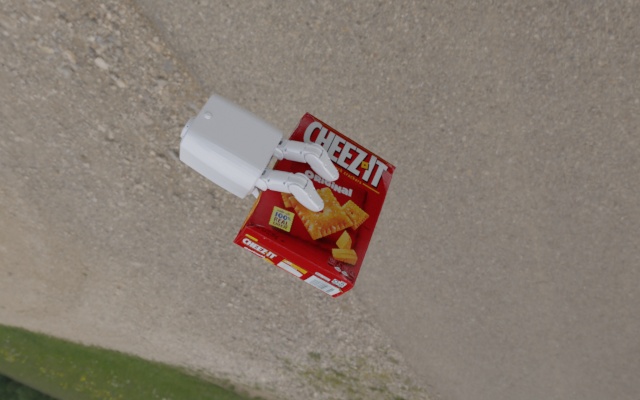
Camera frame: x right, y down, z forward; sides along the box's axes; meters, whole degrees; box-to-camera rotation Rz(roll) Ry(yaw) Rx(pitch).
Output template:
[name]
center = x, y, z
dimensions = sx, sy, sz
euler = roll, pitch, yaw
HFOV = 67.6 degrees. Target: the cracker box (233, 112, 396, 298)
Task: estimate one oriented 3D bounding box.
[cracker box]
center = 0.000, 0.002, 0.675
dimensions = 0.164, 0.213, 0.072
euler = 31, -32, -11
